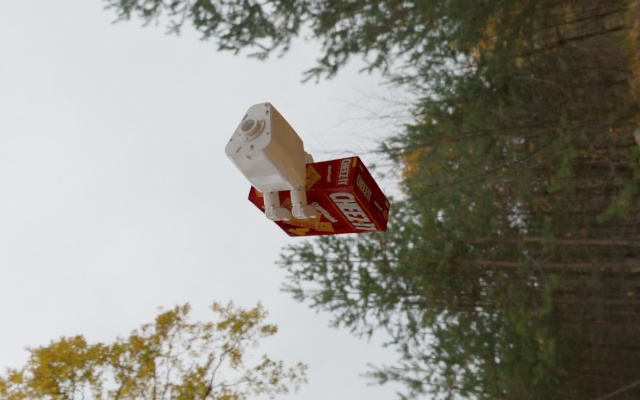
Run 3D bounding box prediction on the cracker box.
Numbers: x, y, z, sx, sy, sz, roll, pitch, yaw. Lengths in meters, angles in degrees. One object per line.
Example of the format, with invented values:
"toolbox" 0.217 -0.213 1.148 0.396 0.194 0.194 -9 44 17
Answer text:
"cracker box" 0.000 0.003 0.885 0.214 0.072 0.164 -5 -33 28
